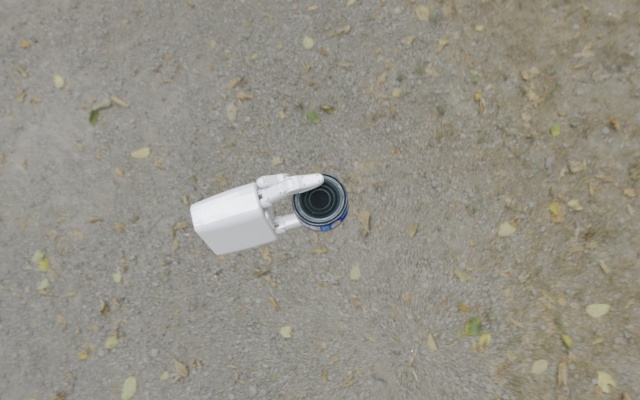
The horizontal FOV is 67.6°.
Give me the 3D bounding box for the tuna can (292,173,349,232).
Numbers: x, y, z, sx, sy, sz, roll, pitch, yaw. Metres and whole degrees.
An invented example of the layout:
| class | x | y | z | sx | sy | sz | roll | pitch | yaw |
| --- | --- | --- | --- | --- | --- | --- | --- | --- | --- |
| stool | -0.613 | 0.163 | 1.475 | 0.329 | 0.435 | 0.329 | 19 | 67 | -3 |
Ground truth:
| class | x | y | z | sx | sy | sz | roll | pitch | yaw |
| --- | --- | --- | --- | --- | --- | --- | --- | --- | --- |
| tuna can | 0.000 | 0.002 | 0.723 | 0.086 | 0.086 | 0.034 | 0 | -19 | 5 |
